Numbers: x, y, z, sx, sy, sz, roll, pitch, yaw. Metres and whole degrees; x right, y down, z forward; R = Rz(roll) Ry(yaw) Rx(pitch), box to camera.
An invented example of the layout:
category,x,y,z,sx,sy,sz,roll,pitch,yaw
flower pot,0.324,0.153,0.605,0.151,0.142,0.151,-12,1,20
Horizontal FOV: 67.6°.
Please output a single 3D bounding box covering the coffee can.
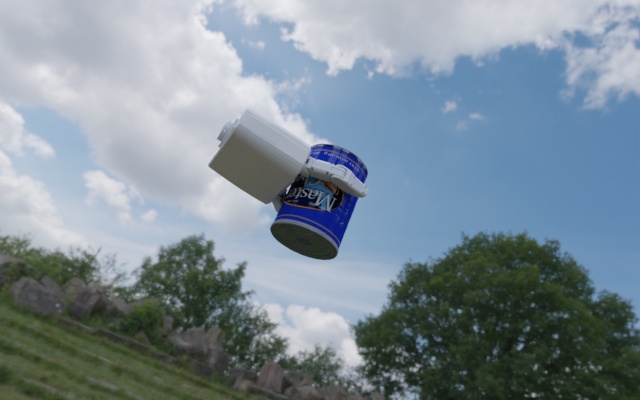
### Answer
category,x,y,z,sx,sy,sz,roll,pitch,yaw
coffee can,0.000,0.003,0.706,0.103,0.140,0.103,18,-27,10
